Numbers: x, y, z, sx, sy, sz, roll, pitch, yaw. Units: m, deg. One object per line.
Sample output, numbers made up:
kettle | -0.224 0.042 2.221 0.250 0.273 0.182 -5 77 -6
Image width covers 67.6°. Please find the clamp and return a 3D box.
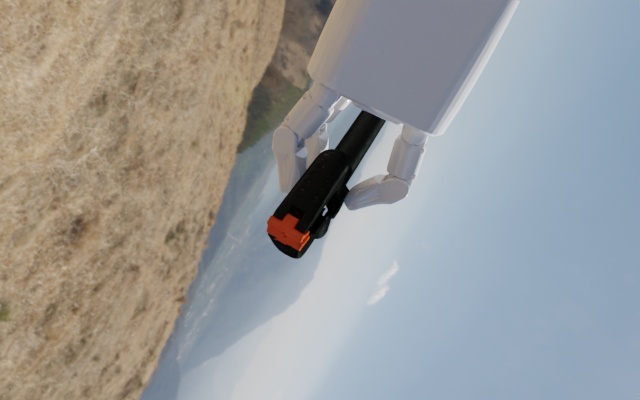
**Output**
clamp | 0.001 0.002 0.417 0.036 0.165 0.210 29 29 6
